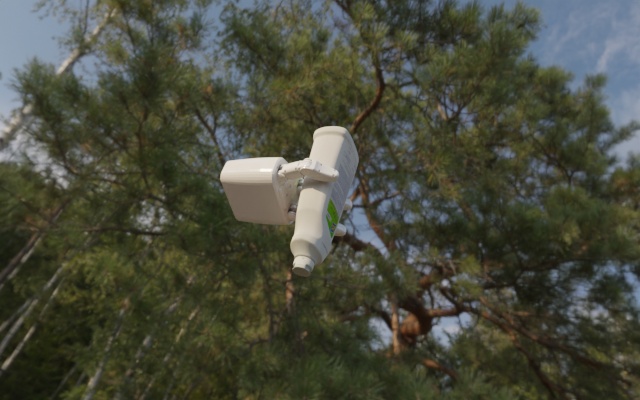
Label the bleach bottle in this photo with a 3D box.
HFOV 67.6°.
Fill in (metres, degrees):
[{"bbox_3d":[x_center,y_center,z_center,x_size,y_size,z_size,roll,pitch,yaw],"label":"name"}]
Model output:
[{"bbox_3d":[0.000,0.003,0.776,0.068,0.250,0.103,-1,-38,25],"label":"bleach bottle"}]
